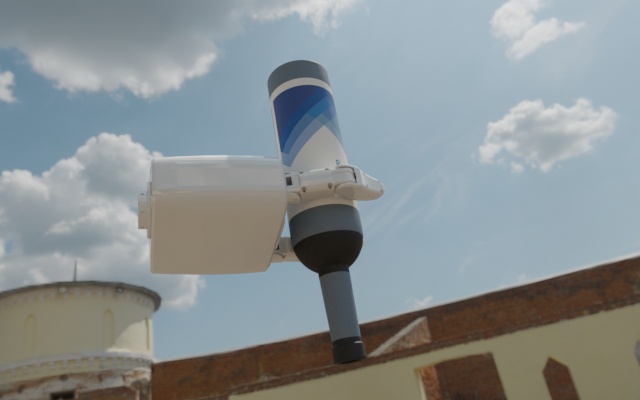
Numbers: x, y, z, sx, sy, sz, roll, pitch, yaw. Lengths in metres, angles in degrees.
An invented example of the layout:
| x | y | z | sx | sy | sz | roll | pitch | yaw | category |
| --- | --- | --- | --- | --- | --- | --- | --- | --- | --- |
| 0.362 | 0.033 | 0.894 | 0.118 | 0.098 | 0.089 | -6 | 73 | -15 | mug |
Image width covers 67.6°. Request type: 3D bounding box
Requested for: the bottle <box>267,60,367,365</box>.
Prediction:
| x | y | z | sx | sy | sz | roll | pitch | yaw | category |
| --- | --- | --- | --- | --- | --- | --- | --- | --- | --- |
| 0.000 | 0.001 | 0.454 | 0.069 | 0.295 | 0.069 | -9 | -25 | -4 | bottle |
